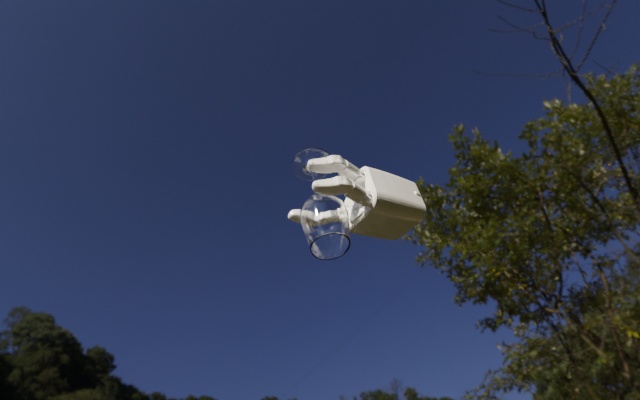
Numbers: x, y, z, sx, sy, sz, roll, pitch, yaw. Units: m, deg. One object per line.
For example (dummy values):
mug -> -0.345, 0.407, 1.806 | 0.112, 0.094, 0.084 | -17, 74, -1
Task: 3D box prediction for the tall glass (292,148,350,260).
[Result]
tall glass -> 0.000, 0.002, 0.789 | 0.079, 0.079, 0.200 | 0, 43, -11
